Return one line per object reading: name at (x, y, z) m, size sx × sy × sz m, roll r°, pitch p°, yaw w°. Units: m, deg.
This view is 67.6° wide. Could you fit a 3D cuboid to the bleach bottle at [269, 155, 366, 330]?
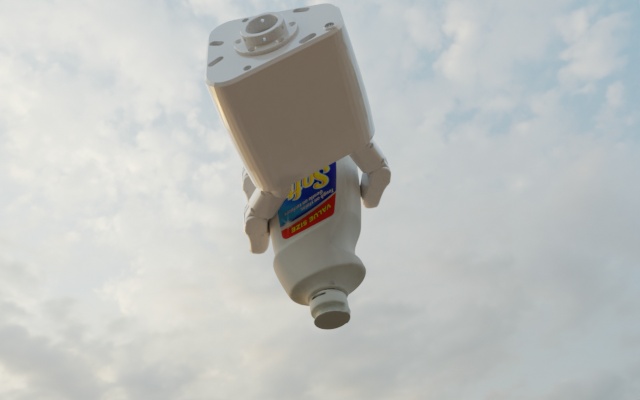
bleach bottle at (0.000, 0.002, 0.454) m, size 0.102 × 0.250 × 0.068 m, roll -16°, pitch -44°, yaw 5°
